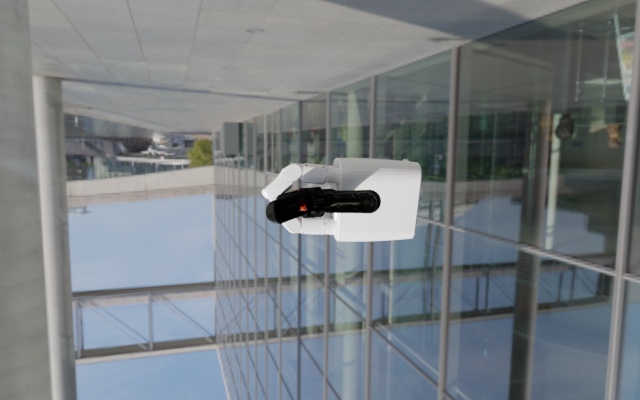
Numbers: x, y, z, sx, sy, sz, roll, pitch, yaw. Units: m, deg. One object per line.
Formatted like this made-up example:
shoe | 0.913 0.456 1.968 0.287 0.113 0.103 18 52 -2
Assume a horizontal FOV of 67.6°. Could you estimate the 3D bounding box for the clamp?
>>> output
clamp | 0.000 0.002 0.558 0.120 0.039 0.171 0 6 -4
